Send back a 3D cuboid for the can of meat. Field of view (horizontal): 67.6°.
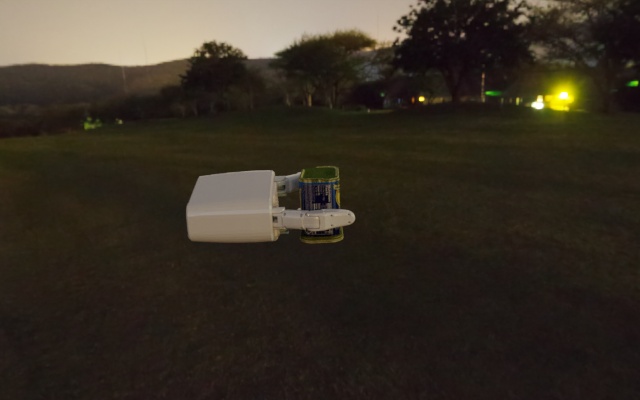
[{"bbox_3d":[0.000,0.002,0.645,0.057,0.084,0.102,-2,13,1],"label":"can of meat"}]
